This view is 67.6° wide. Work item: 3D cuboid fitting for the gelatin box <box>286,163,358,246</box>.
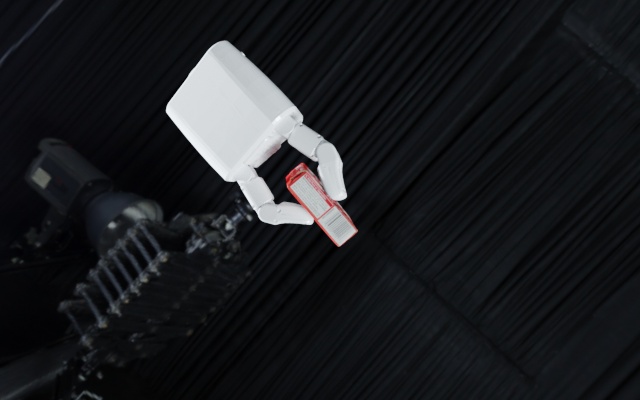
[{"bbox_3d":[0.000,0.002,0.531,0.030,0.089,0.073,-40,10,3],"label":"gelatin box"}]
